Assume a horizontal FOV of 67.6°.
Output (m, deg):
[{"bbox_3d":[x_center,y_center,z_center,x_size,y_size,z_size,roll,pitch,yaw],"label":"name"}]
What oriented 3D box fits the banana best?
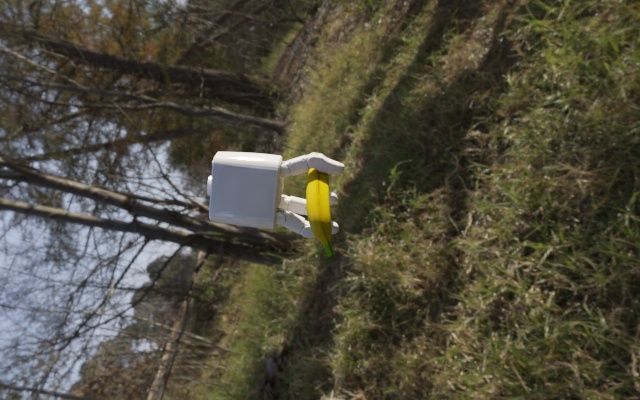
[{"bbox_3d":[-0.002,-0.007,0.760,0.037,0.197,0.070,-5,-42,5],"label":"banana"}]
